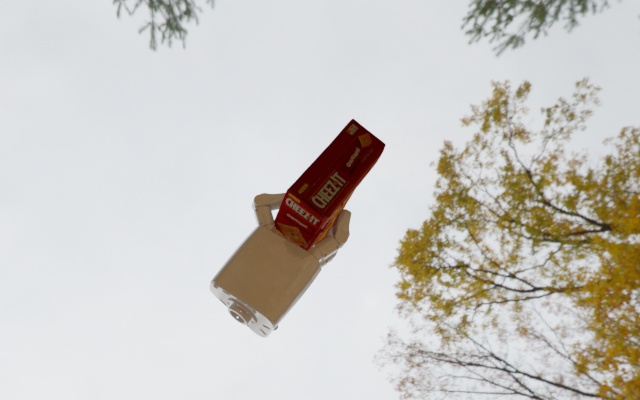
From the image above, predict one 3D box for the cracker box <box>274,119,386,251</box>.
[{"bbox_3d":[0.000,0.002,0.727,0.072,0.164,0.214,37,-32,4],"label":"cracker box"}]
